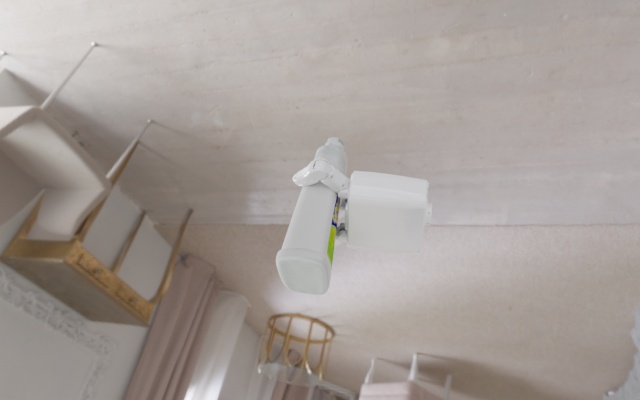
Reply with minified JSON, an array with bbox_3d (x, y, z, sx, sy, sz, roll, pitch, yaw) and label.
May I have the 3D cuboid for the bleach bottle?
[{"bbox_3d":[0.000,0.002,0.689,0.068,0.250,0.103,6,-36,10],"label":"bleach bottle"}]
